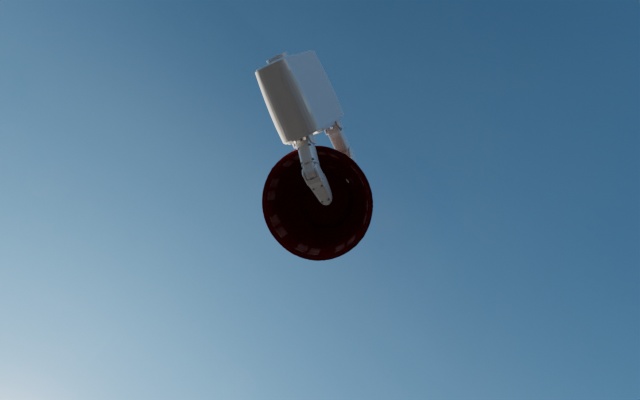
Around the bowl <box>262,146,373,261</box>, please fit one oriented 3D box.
[{"bbox_3d":[0.000,0.004,0.688,0.162,0.162,0.055,0,6,16],"label":"bowl"}]
